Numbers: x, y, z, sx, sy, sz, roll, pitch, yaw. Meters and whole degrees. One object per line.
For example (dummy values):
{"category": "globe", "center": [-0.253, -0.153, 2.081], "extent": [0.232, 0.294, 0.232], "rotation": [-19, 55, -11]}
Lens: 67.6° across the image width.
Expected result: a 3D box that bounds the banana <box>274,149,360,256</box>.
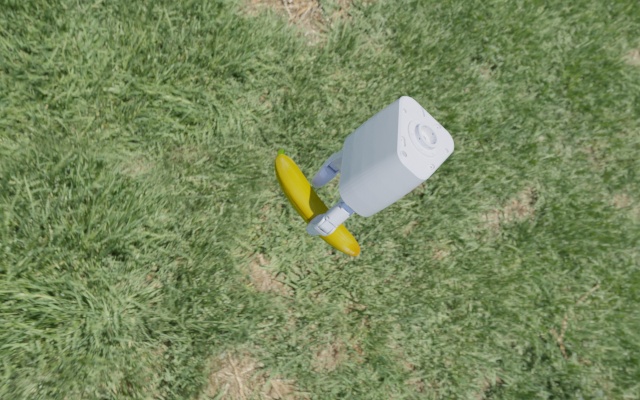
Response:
{"category": "banana", "center": [-0.010, 0.004, 0.685], "extent": [0.037, 0.198, 0.069], "rotation": [-38, -5, 30]}
